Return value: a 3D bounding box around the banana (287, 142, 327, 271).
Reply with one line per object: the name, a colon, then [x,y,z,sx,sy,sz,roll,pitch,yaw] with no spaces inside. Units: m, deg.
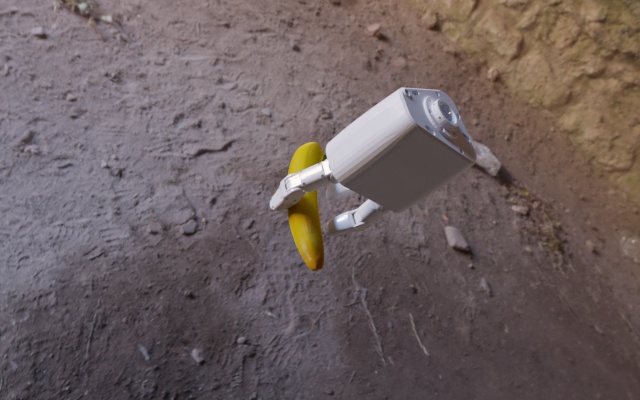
banana: [-0.013,-0.010,0.582,0.037,0.197,0.070,-31,-54,34]
